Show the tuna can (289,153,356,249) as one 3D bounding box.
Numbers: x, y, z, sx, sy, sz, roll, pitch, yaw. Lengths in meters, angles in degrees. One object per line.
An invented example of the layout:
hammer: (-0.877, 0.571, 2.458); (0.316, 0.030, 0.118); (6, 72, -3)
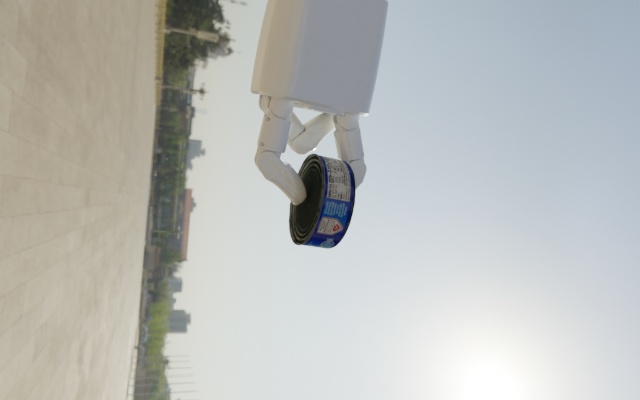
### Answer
tuna can: (0.001, 0.002, 0.445); (0.034, 0.086, 0.086); (10, -4, -20)
